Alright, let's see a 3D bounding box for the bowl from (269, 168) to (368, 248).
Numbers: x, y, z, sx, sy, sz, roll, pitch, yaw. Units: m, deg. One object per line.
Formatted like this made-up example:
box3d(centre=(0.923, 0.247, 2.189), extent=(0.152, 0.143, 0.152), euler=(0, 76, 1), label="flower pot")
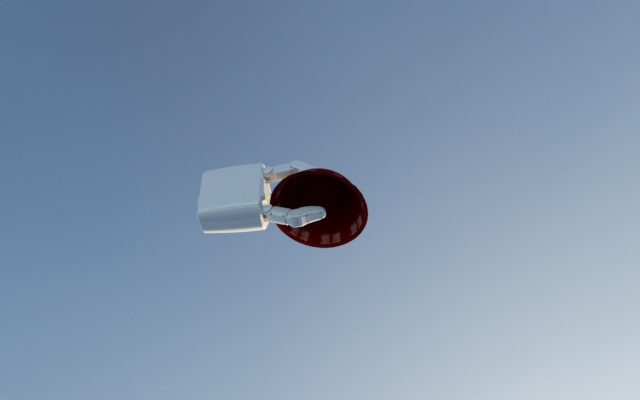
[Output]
box3d(centre=(0.002, 0.003, 0.791), extent=(0.162, 0.162, 0.055), euler=(0, 38, 11), label="bowl")
